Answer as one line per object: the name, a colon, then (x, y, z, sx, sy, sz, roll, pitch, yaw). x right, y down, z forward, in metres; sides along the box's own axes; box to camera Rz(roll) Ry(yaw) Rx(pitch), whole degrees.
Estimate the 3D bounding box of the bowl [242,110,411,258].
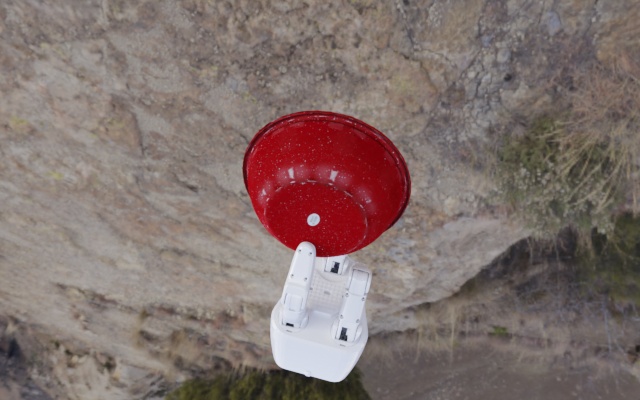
bowl: (0.000, 0.001, 0.434, 0.162, 0.162, 0.055, 0, 40, 13)
